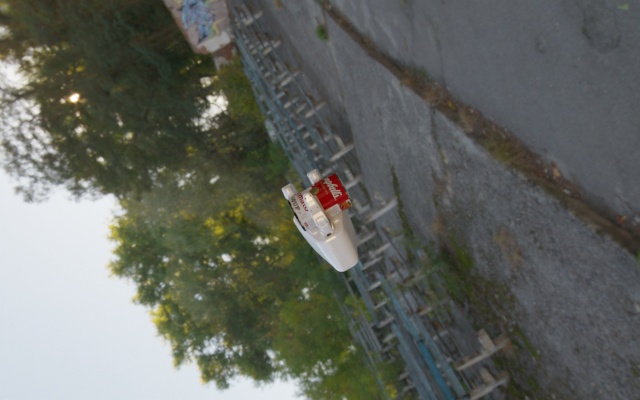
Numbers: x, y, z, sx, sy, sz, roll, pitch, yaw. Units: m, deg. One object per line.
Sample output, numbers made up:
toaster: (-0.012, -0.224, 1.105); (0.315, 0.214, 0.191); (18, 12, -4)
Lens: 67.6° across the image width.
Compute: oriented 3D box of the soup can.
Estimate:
soup can: (0.000, 0.003, 0.861); (0.102, 0.068, 0.068); (-29, -1, 1)
